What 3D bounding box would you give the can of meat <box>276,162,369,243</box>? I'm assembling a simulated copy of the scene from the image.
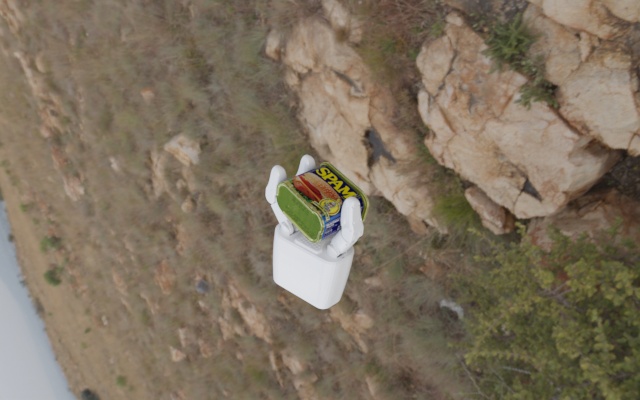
[{"bbox_3d":[0.000,0.002,0.653,0.084,0.057,0.102,-24,53,-34],"label":"can of meat"}]
